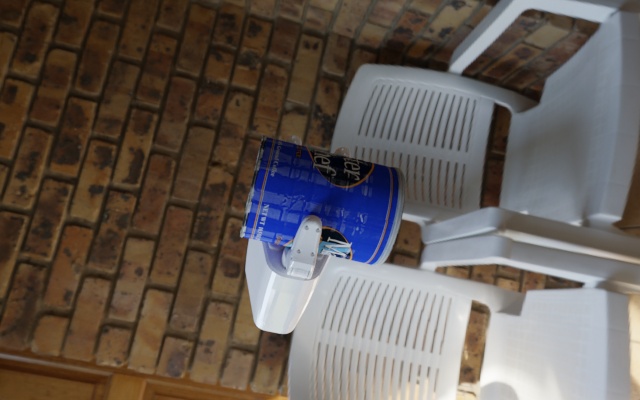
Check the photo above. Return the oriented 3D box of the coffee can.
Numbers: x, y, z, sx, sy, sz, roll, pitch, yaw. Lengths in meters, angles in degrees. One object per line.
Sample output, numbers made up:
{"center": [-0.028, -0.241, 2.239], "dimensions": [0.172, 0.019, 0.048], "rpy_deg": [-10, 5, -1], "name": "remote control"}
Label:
{"center": [0.000, 0.001, 0.475], "dimensions": [0.140, 0.103, 0.103], "rpy_deg": [13, -2, -8], "name": "coffee can"}
